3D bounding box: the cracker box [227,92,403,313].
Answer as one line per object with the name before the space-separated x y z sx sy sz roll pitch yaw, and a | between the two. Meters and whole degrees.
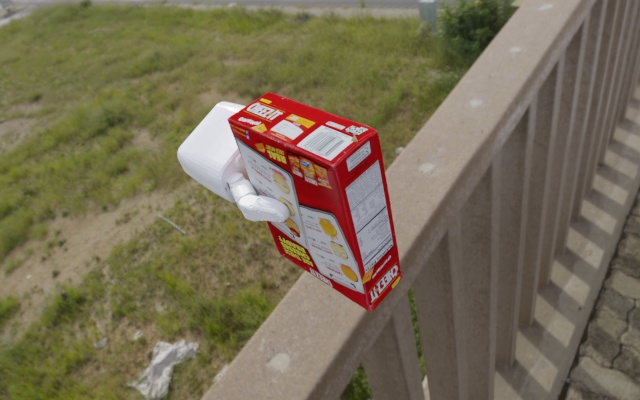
cracker box | 0.000 0.002 0.531 0.072 0.214 0.164 -40 45 -25
